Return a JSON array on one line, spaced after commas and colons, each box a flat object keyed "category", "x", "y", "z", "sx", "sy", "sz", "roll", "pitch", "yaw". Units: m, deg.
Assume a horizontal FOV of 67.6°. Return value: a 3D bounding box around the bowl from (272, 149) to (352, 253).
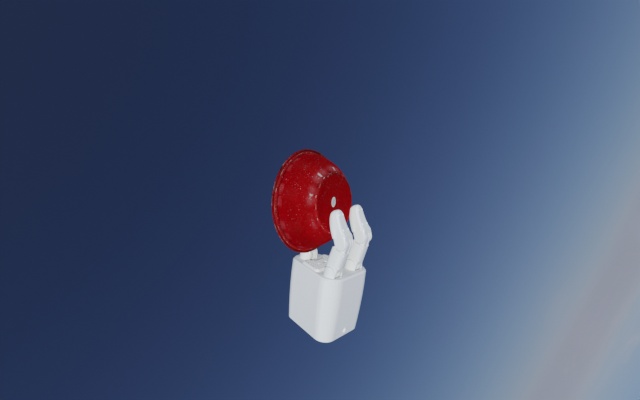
[{"category": "bowl", "x": 0.000, "y": 0.001, "z": 0.725, "sx": 0.055, "sy": 0.162, "sz": 0.162, "roll": 4, "pitch": 2, "yaw": 38}]
